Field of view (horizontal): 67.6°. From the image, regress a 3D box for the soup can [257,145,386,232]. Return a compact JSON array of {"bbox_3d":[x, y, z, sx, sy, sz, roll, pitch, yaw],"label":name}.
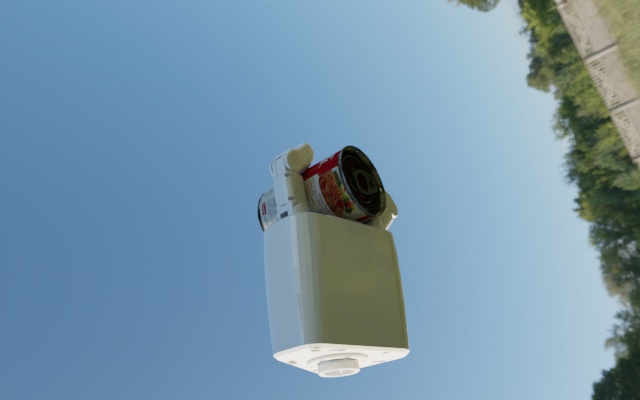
[{"bbox_3d":[0.000,0.001,0.444,0.102,0.068,0.068,-26,-15,31],"label":"soup can"}]
